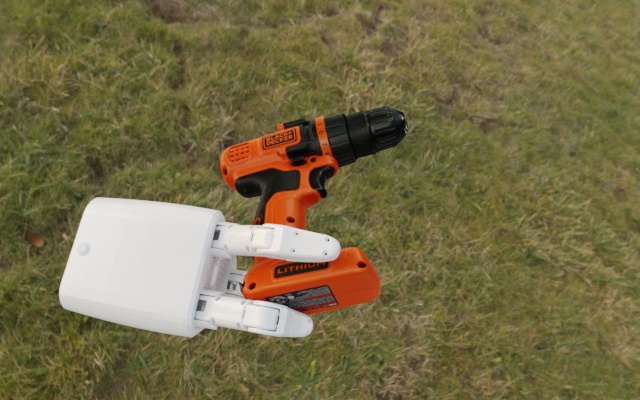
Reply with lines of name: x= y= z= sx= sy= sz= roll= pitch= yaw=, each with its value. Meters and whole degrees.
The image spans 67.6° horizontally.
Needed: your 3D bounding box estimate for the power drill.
power drill: x=0.000 y=0.002 z=0.420 sx=0.184 sy=0.187 sz=0.057 roll=-15 pitch=-41 yaw=10
